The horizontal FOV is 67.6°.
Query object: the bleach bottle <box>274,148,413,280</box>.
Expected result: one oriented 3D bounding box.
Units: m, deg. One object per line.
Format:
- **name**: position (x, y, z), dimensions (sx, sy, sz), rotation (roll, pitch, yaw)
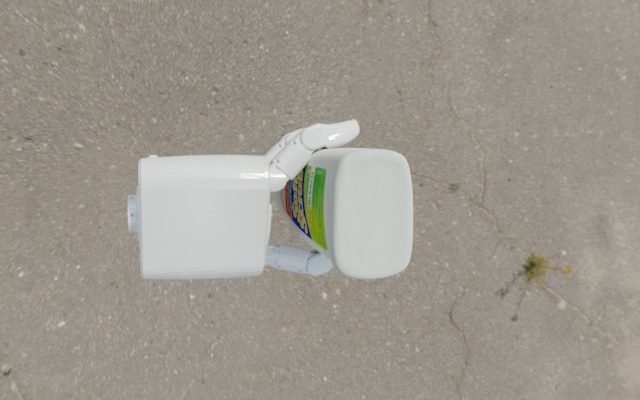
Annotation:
- **bleach bottle**: position (0.000, 0.001, 0.471), dimensions (0.068, 0.102, 0.251), rotation (-1, 4, -19)
